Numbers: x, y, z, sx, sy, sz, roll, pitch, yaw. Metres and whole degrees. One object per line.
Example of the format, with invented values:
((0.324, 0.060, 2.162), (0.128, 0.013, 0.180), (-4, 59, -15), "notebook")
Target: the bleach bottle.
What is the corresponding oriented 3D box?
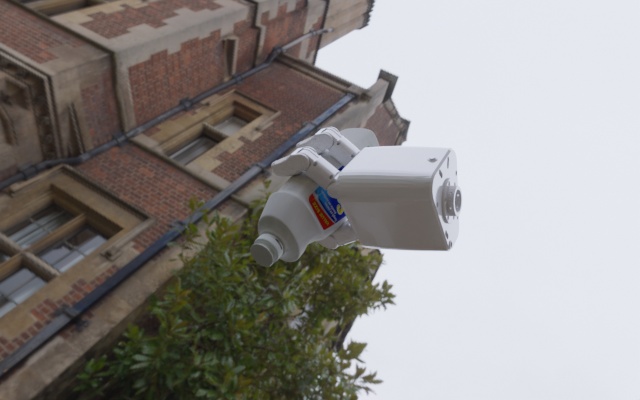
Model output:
((0.000, 0.002, 0.584), (0.068, 0.103, 0.250), (3, 32, 31), "bleach bottle")
